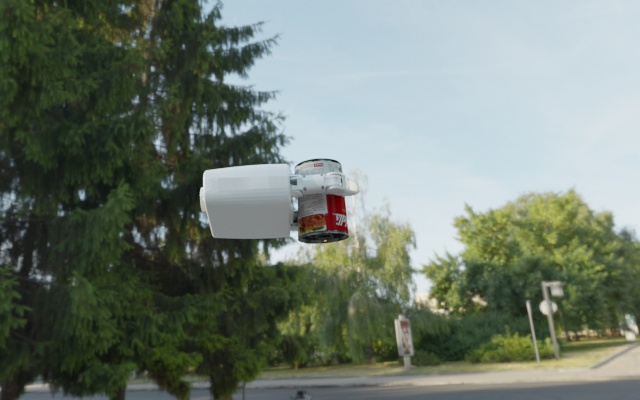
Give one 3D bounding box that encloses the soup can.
[{"bbox_3d":[0.001,0.002,0.643,0.068,0.102,0.068,-4,-16,-1],"label":"soup can"}]
